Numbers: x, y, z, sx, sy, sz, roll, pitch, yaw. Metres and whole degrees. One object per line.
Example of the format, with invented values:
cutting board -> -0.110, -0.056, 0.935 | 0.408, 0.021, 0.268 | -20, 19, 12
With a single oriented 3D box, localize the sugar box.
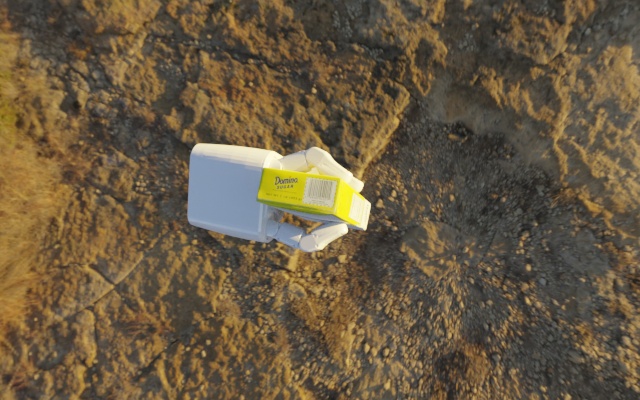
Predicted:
sugar box -> 0.000, 0.001, 0.587 | 0.093, 0.048, 0.176 | 10, -4, 16
